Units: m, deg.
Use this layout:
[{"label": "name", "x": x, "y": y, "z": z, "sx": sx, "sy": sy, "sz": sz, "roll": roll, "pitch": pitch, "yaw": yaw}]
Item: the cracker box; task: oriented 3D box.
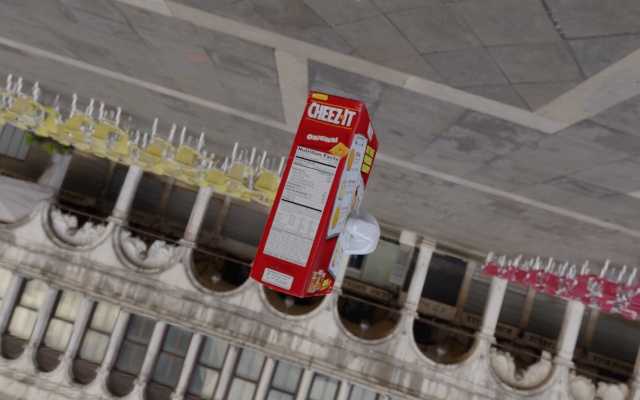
[{"label": "cracker box", "x": 0.000, "y": 0.002, "z": 0.568, "sx": 0.072, "sy": 0.213, "sz": 0.164, "roll": 16, "pitch": -6, "yaw": 14}]
